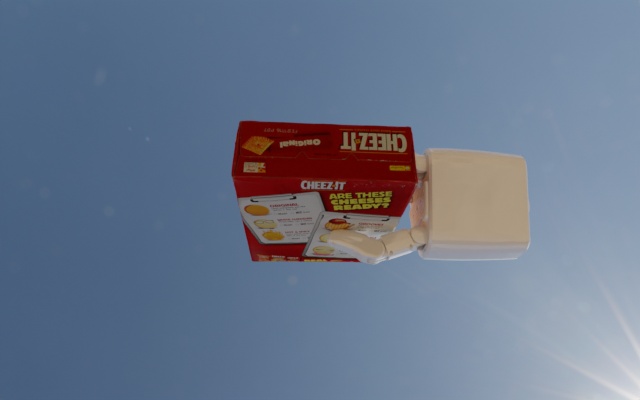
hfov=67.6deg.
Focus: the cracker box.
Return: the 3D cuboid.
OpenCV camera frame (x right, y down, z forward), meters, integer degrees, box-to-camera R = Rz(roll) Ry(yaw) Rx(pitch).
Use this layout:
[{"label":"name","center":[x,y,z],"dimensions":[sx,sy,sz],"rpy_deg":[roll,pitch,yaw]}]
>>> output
[{"label":"cracker box","center":[0.000,0.002,0.519],"dimensions":[0.164,0.072,0.214],"rpy_deg":[1,-27,-2]}]
